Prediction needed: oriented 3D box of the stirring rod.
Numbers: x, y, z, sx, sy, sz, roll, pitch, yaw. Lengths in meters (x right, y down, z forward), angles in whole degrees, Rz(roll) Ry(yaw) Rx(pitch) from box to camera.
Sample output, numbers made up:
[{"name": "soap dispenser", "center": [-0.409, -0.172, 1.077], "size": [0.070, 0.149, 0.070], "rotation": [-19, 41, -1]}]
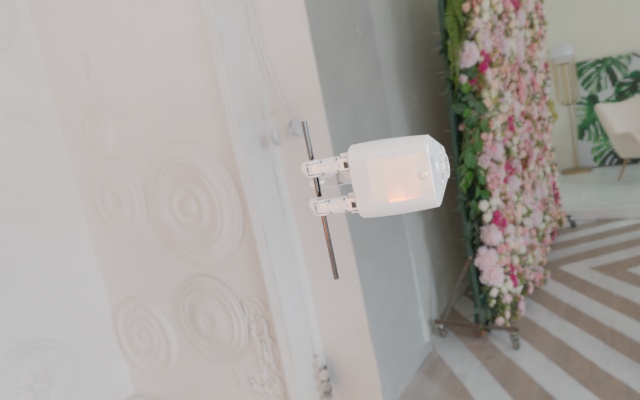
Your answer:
[{"name": "stirring rod", "center": [0.000, 0.002, 0.706], "size": [0.011, 0.239, 0.011], "rotation": [-11, 9, 2]}]
